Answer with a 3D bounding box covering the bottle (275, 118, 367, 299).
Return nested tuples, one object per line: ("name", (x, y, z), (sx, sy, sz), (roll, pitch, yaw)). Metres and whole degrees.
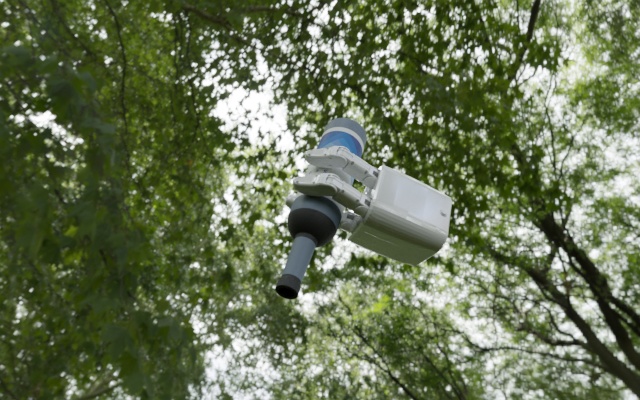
("bottle", (0.000, 0.002, 0.639), (0.069, 0.295, 0.069), (11, -42, 10))
